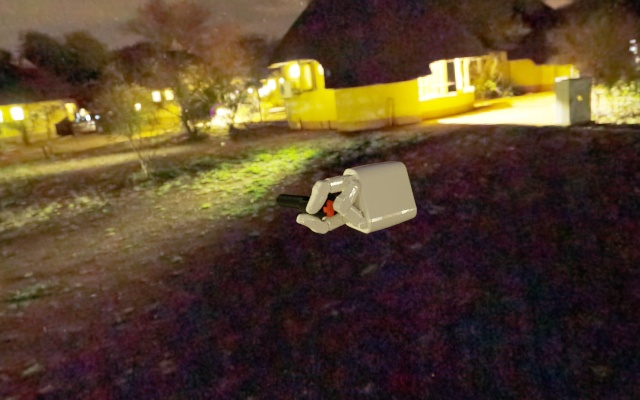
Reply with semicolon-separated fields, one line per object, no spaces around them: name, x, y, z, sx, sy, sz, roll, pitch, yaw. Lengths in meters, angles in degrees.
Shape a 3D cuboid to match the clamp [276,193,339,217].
clamp;0.000;0.002;0.899;0.120;0.039;0.171;-14;15;-25
